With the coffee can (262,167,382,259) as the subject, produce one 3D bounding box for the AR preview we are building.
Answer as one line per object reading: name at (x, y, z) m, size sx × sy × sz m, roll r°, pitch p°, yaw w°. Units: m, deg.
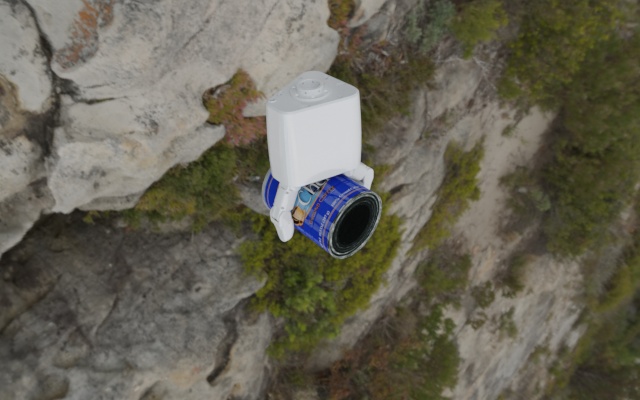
coffee can at (0.000, 0.002, 0.672) m, size 0.140 × 0.103 × 0.103 m, roll 34°, pitch 21°, yaw 35°
